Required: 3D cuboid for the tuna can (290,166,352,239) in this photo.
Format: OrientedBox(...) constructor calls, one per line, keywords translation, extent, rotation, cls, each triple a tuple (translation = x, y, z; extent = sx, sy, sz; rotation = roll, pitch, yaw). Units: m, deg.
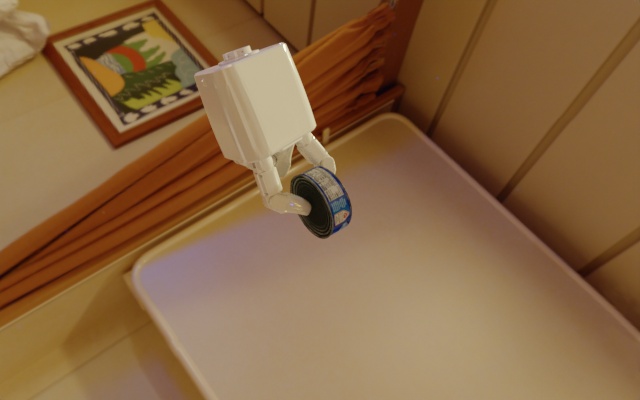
OrientedBox(translation=(0.001, 0.002, 0.590), extent=(0.033, 0.086, 0.086), rotation=(-27, 13, -27), cls="tuna can")
